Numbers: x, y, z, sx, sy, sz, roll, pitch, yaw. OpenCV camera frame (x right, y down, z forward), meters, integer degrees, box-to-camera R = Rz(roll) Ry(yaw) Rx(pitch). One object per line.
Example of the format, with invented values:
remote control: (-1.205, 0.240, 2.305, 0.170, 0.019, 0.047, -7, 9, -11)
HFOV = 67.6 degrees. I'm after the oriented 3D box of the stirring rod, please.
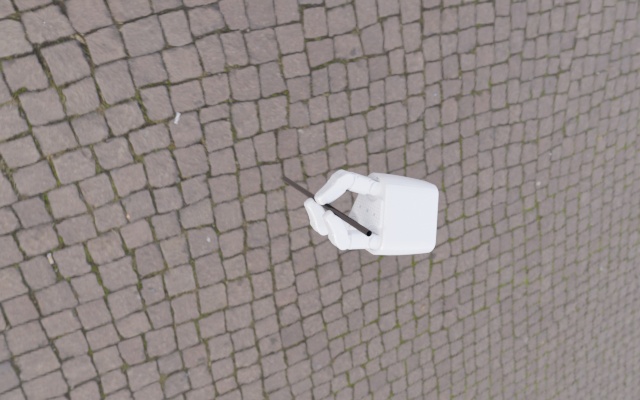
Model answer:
stirring rod: (0.000, 0.002, 0.659, 0.011, 0.011, 0.239, 0, 18, -30)
